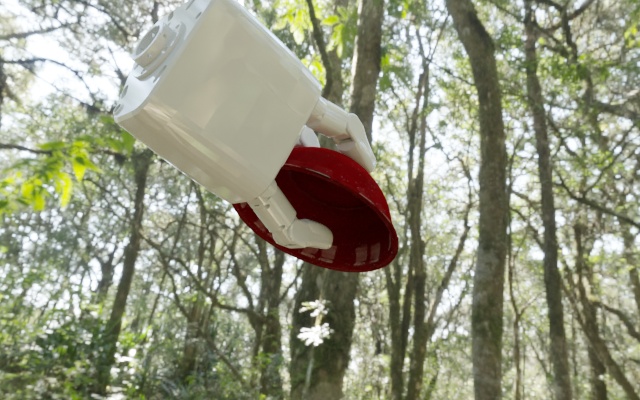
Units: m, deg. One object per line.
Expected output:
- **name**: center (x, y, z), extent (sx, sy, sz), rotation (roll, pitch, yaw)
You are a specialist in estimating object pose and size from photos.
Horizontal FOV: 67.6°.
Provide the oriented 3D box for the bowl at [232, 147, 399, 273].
- **bowl**: center (0.001, 0.002, 0.441), extent (0.162, 0.055, 0.162), rotation (17, -32, 11)
